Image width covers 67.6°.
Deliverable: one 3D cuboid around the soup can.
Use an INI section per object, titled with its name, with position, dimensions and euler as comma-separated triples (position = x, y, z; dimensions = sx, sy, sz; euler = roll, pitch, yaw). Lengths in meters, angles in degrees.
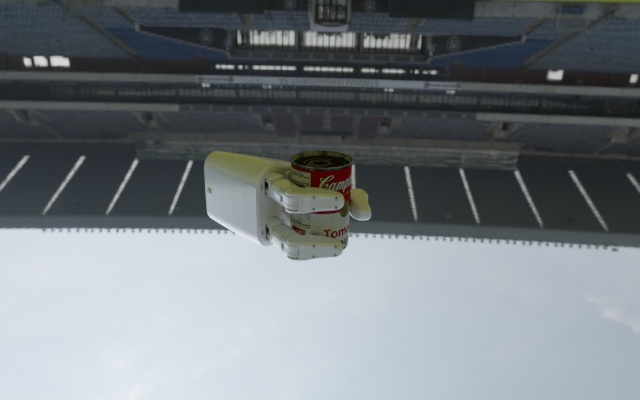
[soup can]
position = 0.001, 0.002, 0.536
dimensions = 0.068, 0.102, 0.068
euler = 1, 21, 0
